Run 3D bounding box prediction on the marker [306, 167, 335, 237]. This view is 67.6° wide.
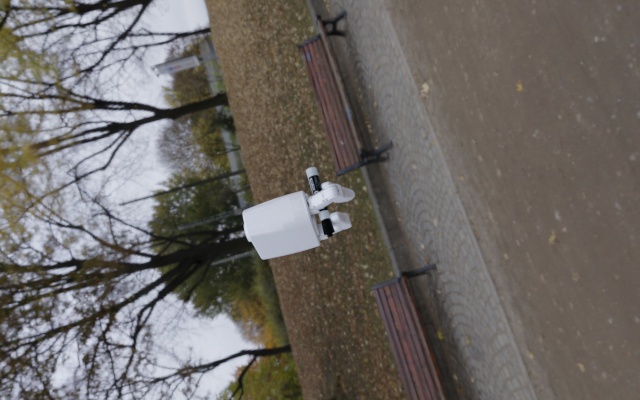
[{"bbox_3d":[0.000,0.003,0.781,0.020,0.121,0.020,-14,-20,-5],"label":"marker"}]
